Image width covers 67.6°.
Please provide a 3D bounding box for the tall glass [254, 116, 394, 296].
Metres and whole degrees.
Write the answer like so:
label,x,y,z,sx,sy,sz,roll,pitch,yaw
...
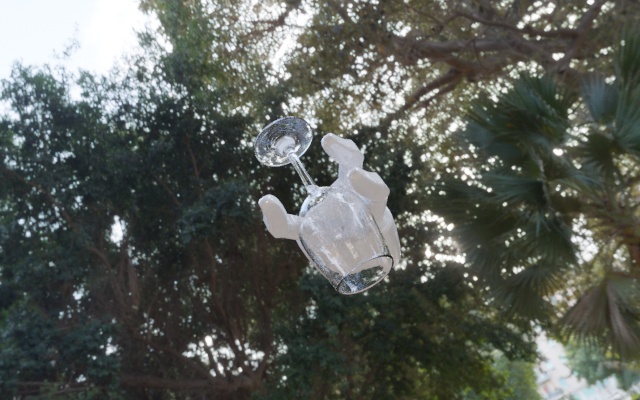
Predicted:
label,x,y,z,sx,sy,sz,roll,pitch,yaw
tall glass,0.000,0.001,0.506,0.079,0.201,0.079,-21,-36,-16
